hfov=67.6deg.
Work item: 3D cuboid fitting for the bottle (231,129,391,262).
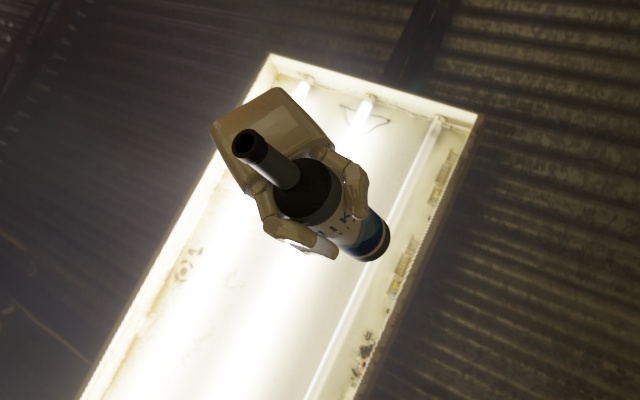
[{"bbox_3d":[0.000,0.002,0.519,0.069,0.069,0.296,0,-20,27],"label":"bottle"}]
